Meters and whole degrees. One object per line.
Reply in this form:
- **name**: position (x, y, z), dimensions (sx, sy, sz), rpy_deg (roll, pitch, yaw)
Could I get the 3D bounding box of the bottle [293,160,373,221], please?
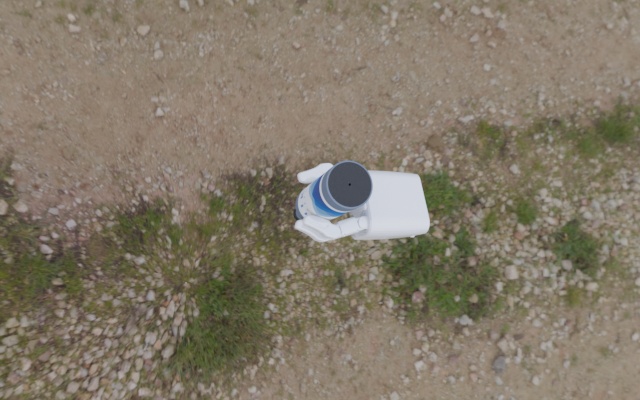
- **bottle**: position (0.000, 0.002, 0.777), dimensions (0.069, 0.069, 0.296), rpy_deg (0, -9, -16)
